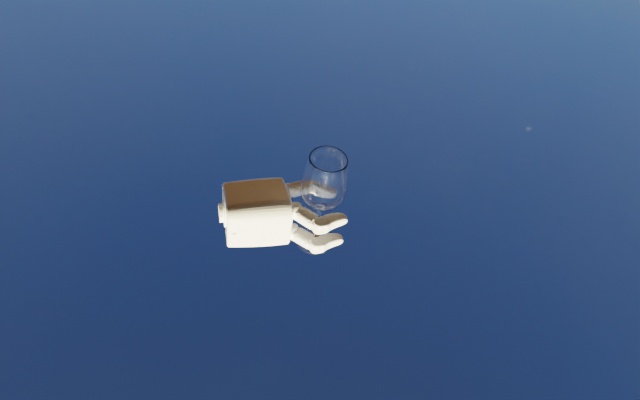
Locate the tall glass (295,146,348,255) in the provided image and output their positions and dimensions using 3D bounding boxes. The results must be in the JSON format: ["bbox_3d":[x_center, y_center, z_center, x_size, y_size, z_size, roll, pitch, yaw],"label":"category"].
[{"bbox_3d":[0.000,0.003,0.810,0.079,0.079,0.201,0,-43,-10],"label":"tall glass"}]
